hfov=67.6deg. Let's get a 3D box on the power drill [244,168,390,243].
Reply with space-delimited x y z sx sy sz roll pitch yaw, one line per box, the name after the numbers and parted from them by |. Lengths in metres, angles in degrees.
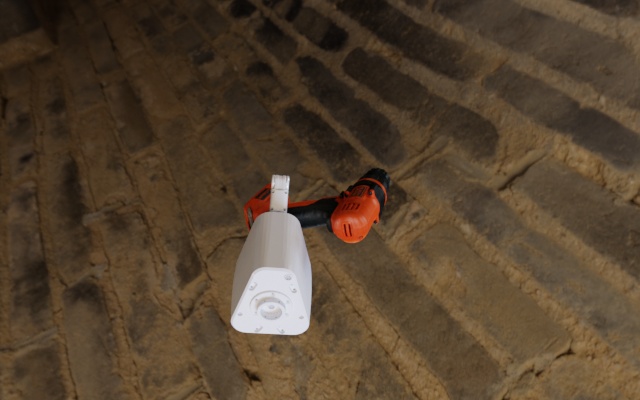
0.000 0.002 0.686 0.187 0.057 0.184 -5 21 22 | power drill
